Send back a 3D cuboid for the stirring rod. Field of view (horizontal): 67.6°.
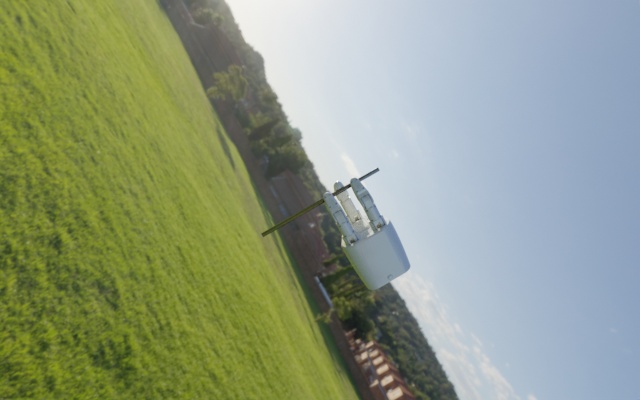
[{"bbox_3d":[0.000,0.003,0.857,0.239,0.011,0.011,-30,0,-1],"label":"stirring rod"}]
